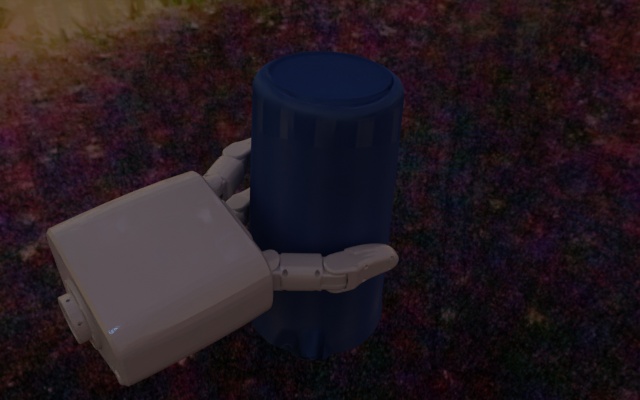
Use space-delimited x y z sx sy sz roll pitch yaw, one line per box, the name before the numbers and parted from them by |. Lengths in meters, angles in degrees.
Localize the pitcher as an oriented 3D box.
pitcher | 0.000 0.001 0.414 0.145 0.243 0.149 -25 45 -33
